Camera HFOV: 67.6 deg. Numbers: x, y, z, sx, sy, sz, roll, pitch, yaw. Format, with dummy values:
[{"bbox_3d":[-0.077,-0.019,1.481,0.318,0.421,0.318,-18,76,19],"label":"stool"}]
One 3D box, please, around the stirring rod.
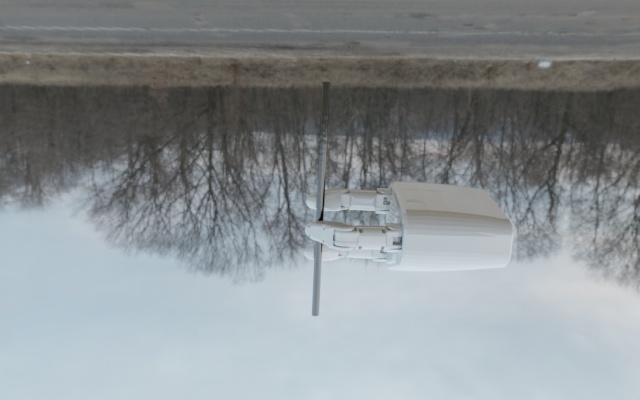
[{"bbox_3d":[0.000,0.002,0.489,0.011,0.239,0.011,3,7,0],"label":"stirring rod"}]
